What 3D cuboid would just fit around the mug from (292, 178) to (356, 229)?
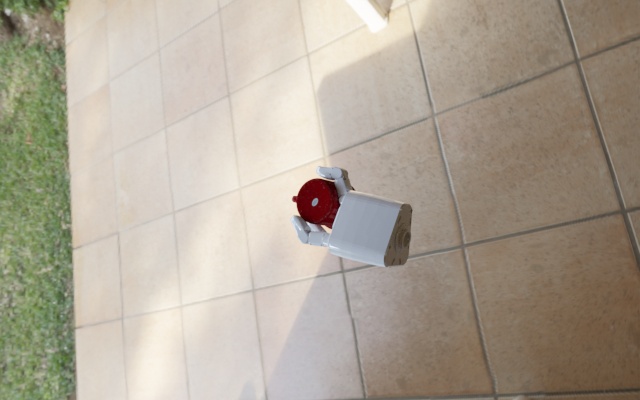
[{"bbox_3d":[-0.001,0.003,0.867,0.117,0.093,0.081,10,-1,33],"label":"mug"}]
